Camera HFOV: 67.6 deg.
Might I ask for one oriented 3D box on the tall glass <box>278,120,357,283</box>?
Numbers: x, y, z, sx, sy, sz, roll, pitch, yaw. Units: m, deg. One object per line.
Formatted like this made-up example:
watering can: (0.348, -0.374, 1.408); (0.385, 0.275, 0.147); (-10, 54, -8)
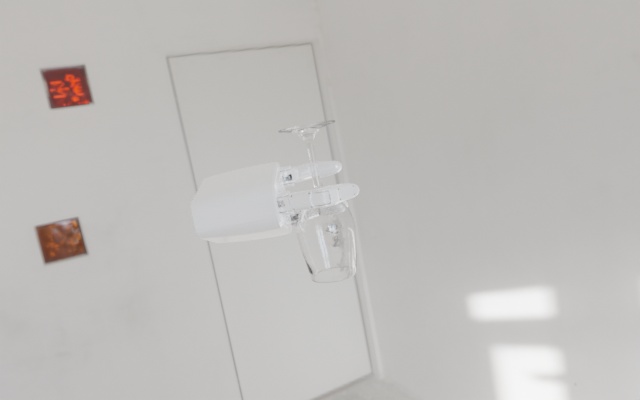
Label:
tall glass: (0.000, 0.001, 0.621); (0.079, 0.201, 0.079); (-11, 7, 1)
